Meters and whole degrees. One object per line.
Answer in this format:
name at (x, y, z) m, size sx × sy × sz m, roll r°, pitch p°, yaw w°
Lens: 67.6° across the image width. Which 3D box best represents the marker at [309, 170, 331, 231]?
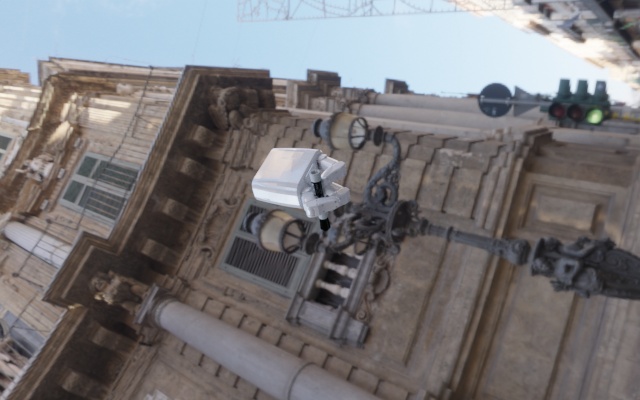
marker at (0.000, 0.003, 0.836) m, size 0.020 × 0.121 × 0.020 m, roll -8°, pitch 32°, yaw 5°
